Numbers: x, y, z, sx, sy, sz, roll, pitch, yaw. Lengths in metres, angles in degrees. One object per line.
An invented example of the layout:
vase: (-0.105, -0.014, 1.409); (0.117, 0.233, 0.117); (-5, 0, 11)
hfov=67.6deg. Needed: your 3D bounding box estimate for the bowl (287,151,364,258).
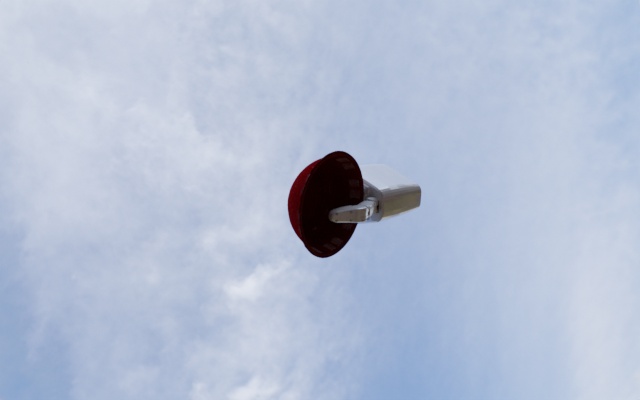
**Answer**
bowl: (-0.001, 0.002, 0.720); (0.055, 0.162, 0.162); (13, 7, 35)
